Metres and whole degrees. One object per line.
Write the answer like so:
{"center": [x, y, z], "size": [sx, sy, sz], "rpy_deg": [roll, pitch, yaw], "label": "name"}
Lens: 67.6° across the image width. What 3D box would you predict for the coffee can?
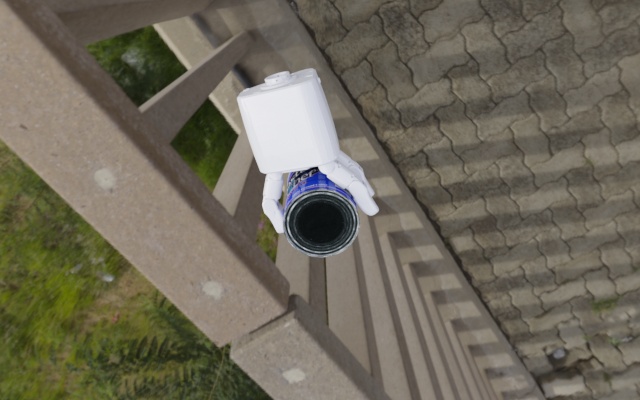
{"center": [0.000, 0.002, 0.693], "size": [0.103, 0.103, 0.140], "rpy_deg": [0, 25, -1], "label": "coffee can"}
